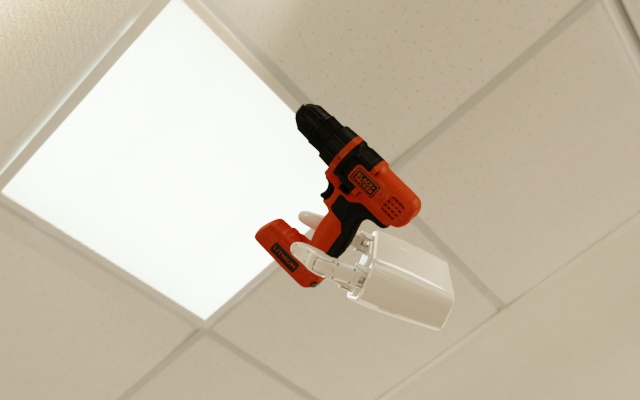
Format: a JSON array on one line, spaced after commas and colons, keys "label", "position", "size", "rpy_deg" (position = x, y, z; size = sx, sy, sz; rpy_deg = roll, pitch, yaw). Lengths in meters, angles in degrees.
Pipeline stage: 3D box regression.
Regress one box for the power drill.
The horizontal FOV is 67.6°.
[{"label": "power drill", "position": [0.000, 0.002, 0.582], "size": [0.188, 0.184, 0.057], "rpy_deg": [-49, -9, 28]}]
